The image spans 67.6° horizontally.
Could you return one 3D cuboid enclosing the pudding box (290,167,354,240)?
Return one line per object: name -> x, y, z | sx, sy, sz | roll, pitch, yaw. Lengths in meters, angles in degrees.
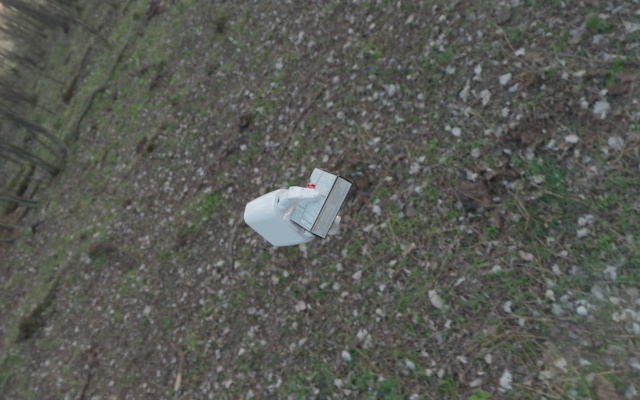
pudding box -> 0.000, 0.003, 0.843 | 0.039, 0.113, 0.090 | 25, 1, -30
